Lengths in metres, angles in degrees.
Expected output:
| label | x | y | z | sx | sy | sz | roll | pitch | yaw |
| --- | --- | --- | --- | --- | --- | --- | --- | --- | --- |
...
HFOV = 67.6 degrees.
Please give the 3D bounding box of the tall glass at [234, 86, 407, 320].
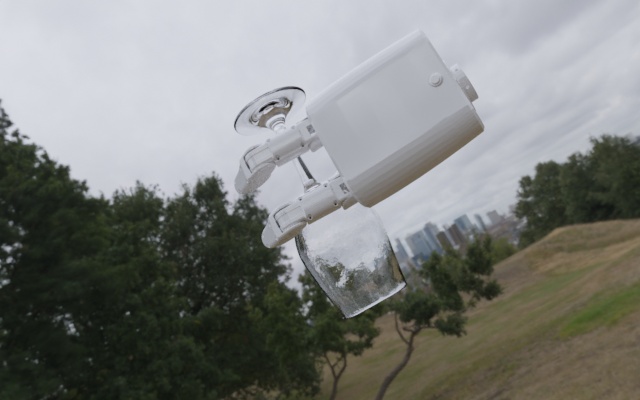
| label | x | y | z | sx | sy | sz | roll | pitch | yaw |
| --- | --- | --- | --- | --- | --- | --- | --- | --- | --- |
| tall glass | 0.000 | 0.001 | 0.424 | 0.079 | 0.201 | 0.079 | -27 | -12 | -6 |
